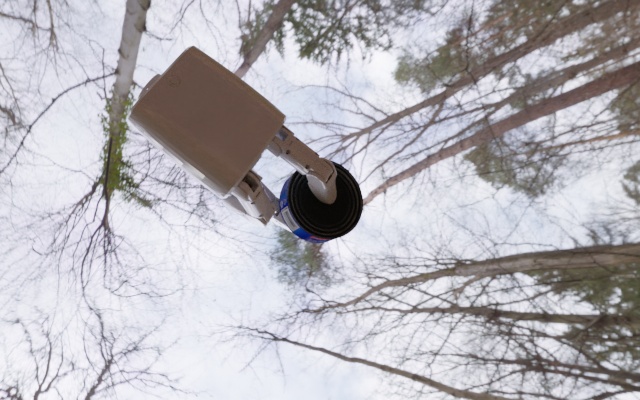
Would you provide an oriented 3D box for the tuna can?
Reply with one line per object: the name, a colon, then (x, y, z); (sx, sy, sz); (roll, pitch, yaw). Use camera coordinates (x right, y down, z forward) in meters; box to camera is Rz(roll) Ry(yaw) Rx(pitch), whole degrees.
tuna can: (0.000, 0.002, 0.509); (0.086, 0.086, 0.034); (0, -14, -24)
